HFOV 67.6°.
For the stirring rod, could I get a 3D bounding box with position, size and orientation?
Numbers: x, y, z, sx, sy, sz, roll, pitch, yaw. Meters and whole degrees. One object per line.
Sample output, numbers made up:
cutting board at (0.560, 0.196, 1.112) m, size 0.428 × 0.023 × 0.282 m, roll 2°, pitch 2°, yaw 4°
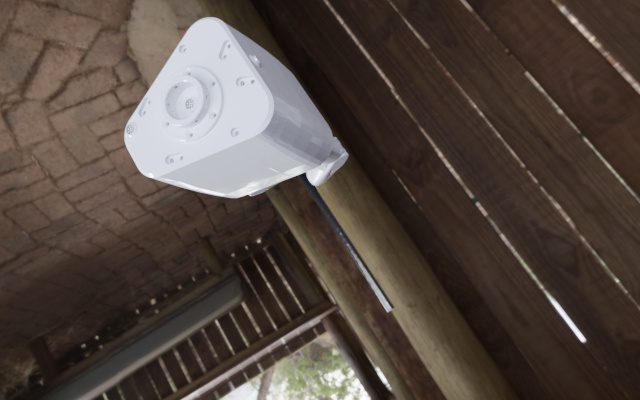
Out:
stirring rod at (0.000, 0.001, 0.461) m, size 0.011 × 0.239 × 0.011 m, roll -31°, pitch -16°, yaw -10°
